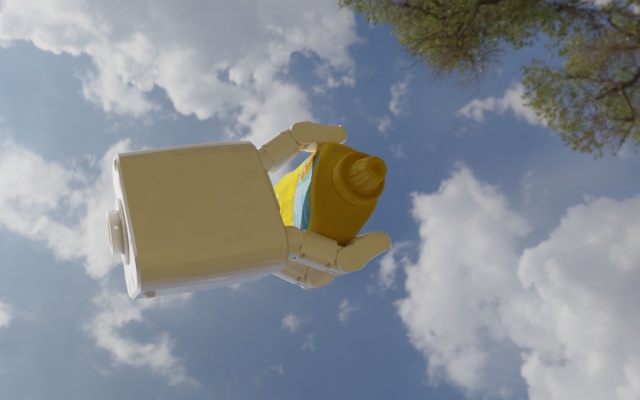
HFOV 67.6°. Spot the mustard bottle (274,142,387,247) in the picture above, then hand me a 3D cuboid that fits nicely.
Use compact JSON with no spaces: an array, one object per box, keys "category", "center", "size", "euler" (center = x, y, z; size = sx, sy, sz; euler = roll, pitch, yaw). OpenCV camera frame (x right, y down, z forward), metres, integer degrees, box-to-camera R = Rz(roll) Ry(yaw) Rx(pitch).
[{"category":"mustard bottle","center":[0.000,0.002,0.428],"size":[0.058,0.096,0.192],"euler":[18,-23,-20]}]
